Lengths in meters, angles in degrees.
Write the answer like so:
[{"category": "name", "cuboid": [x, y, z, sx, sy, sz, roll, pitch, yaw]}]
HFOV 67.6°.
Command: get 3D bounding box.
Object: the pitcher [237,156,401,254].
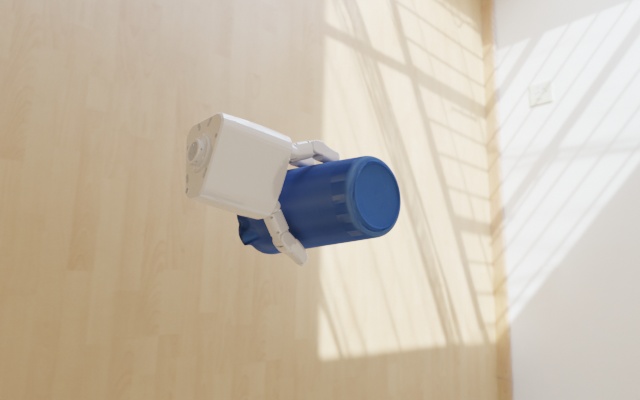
[{"category": "pitcher", "cuboid": [0.000, 0.002, 0.706, 0.145, 0.149, 0.243, 21, -20, -38]}]
